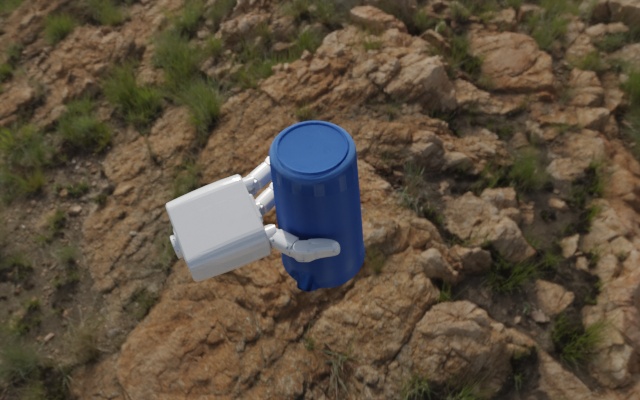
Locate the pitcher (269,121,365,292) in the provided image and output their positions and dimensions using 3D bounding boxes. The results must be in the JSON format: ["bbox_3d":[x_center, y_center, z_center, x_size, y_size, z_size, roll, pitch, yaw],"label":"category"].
[{"bbox_3d":[0.000,0.002,0.676,0.145,0.149,0.243,-20,-37,-12],"label":"pitcher"}]
